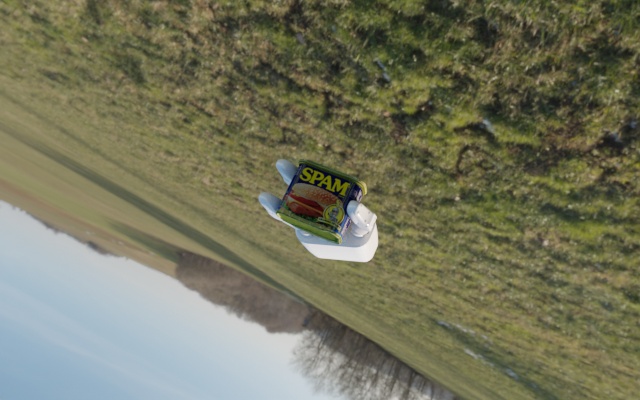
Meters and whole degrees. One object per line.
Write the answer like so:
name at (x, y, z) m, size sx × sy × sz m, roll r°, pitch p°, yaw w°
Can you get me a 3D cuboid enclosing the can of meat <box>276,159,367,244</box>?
can of meat at (0.000, 0.002, 0.653) m, size 0.102 × 0.084 × 0.057 m, roll 22°, pitch -15°, yaw 14°
